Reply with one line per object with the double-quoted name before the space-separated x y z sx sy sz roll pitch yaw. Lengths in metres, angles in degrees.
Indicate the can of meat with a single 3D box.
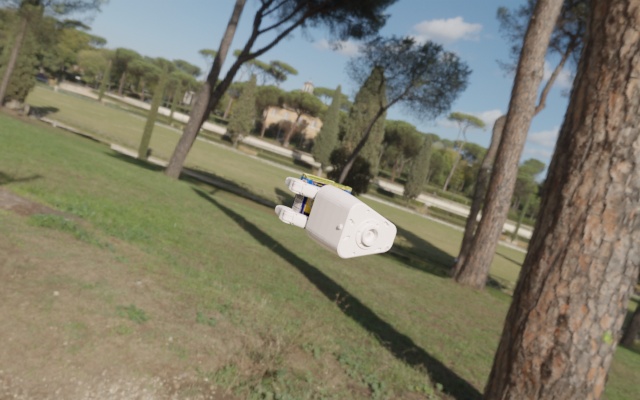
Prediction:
"can of meat" 0.000 0.003 0.882 0.102 0.084 0.057 14 8 -29
